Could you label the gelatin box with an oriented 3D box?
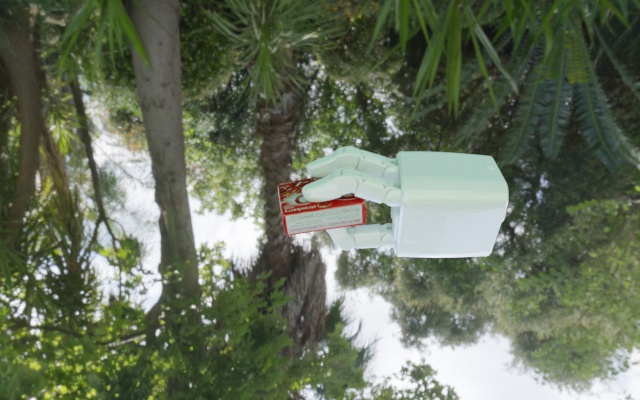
[{"bbox_3d":[0.000,0.002,0.526,0.089,0.030,0.073,-9,30,-4],"label":"gelatin box"}]
